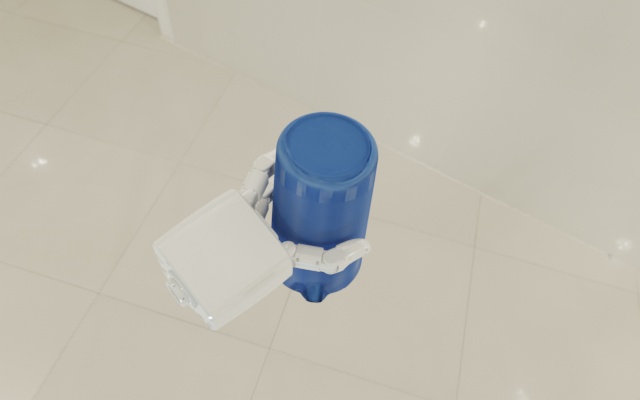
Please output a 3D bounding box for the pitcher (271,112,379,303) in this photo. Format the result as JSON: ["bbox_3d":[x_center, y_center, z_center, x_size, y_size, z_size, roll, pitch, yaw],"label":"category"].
[{"bbox_3d":[0.000,0.002,0.596,0.145,0.149,0.243,-35,-26,-25],"label":"pitcher"}]
